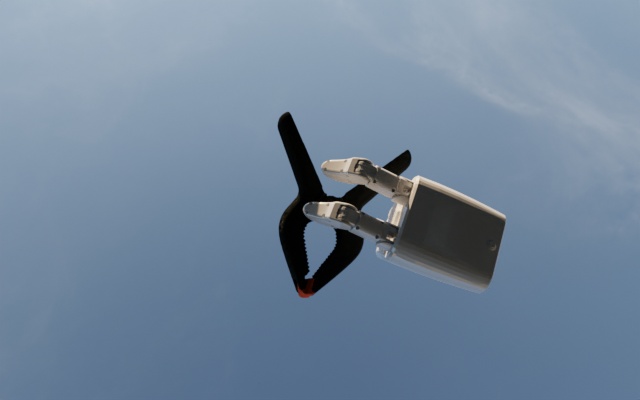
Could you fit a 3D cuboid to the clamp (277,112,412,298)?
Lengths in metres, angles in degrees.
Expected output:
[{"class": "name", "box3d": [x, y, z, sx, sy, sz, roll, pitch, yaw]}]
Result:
[{"class": "clamp", "box3d": [0.000, 0.003, 0.537, 0.164, 0.210, 0.036, 23, -22, -1]}]
